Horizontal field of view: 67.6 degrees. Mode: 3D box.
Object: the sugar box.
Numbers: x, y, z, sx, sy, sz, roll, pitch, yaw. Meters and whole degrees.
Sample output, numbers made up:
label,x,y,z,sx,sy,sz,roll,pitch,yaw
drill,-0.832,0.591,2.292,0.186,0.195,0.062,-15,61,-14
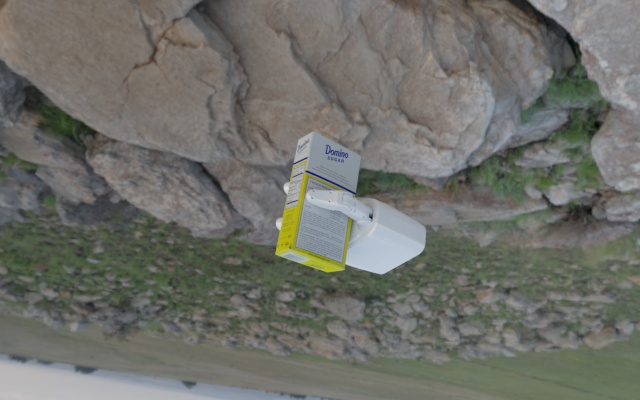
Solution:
label,x,y,z,sx,sy,sz,roll,pitch,yaw
sugar box,0.000,0.002,0.668,0.093,0.176,0.048,24,-28,-31
